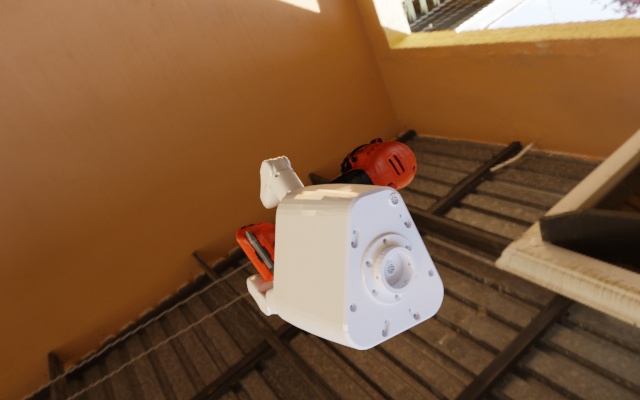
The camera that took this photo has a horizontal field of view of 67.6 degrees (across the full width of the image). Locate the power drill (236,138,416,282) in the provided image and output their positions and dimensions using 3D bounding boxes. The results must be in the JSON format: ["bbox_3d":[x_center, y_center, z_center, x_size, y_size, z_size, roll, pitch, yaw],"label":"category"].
[{"bbox_3d":[0.000,0.002,0.513,0.187,0.057,0.184,-37,5,-6],"label":"power drill"}]
